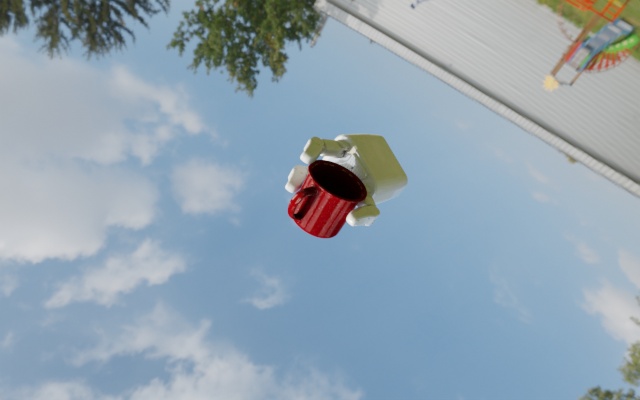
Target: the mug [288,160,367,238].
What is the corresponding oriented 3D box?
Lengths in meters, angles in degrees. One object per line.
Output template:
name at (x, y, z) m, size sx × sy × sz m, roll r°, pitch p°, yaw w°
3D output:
mug at (-0.001, 0.003, 0.684) m, size 0.117 × 0.081 × 0.093 m, roll -12°, pitch 50°, yaw -48°
